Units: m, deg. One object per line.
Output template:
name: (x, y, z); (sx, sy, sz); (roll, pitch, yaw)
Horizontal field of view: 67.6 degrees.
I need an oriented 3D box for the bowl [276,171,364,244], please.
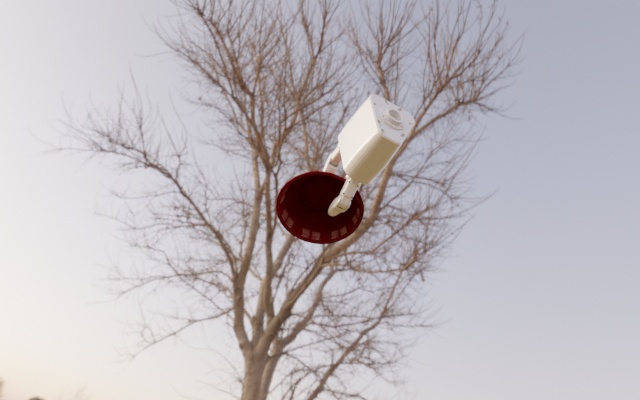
bowl: (-0.001, 0.003, 0.894); (0.162, 0.162, 0.055); (0, 33, 4)
